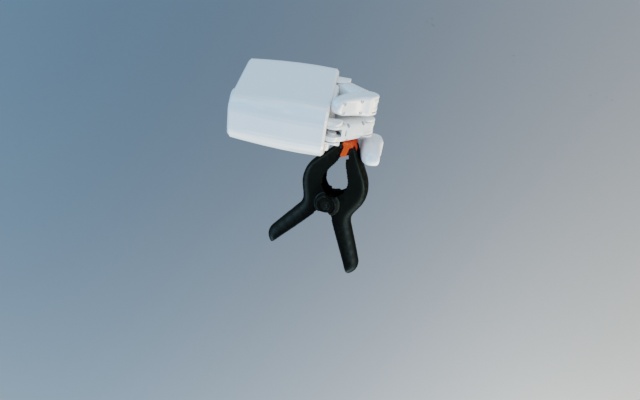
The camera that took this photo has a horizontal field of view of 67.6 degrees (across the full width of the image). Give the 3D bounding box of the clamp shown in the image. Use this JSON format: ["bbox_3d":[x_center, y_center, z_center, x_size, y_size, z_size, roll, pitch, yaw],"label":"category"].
[{"bbox_3d":[0.000,0.002,0.578,0.120,0.171,0.039,12,23,5],"label":"clamp"}]
